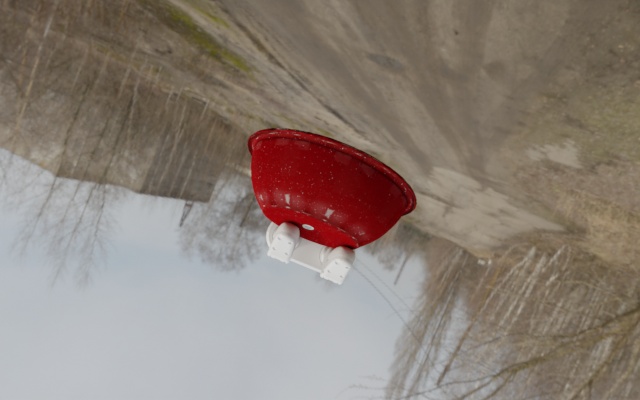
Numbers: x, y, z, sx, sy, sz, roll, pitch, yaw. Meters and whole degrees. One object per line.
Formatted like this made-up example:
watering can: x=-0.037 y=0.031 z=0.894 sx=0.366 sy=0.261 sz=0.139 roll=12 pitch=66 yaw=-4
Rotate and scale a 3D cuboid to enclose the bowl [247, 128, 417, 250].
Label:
bowl: x=0.000 y=0.001 z=0.425 sx=0.162 sy=0.055 sz=0.162 roll=20 pitch=-17 yaw=6
